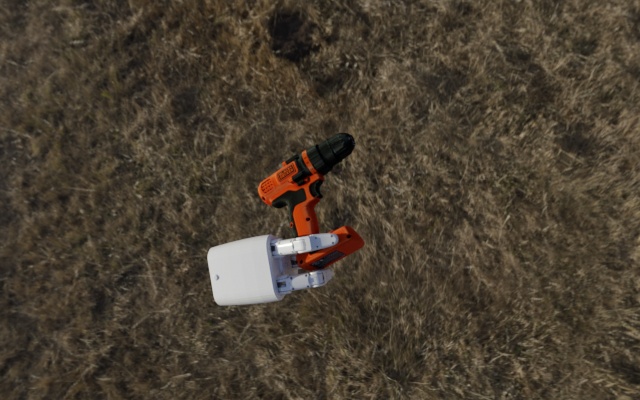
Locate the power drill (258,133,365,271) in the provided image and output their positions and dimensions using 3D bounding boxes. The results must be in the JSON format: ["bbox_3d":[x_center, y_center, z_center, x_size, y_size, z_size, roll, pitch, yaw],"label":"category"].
[{"bbox_3d":[0.000,0.003,0.755,0.184,0.187,0.057,-33,-31,19],"label":"power drill"}]
